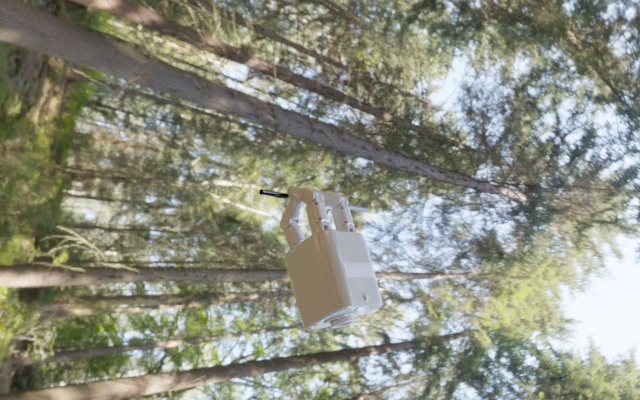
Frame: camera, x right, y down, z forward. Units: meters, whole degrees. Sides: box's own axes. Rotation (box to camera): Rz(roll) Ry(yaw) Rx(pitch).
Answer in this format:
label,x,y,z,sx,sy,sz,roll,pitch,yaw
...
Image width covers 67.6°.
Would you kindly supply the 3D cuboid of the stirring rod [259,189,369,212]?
label,x,y,z,sx,sy,sz,roll,pitch,yaw
stirring rod,0.000,0.002,0.736,0.011,0.011,0.239,0,-7,43
